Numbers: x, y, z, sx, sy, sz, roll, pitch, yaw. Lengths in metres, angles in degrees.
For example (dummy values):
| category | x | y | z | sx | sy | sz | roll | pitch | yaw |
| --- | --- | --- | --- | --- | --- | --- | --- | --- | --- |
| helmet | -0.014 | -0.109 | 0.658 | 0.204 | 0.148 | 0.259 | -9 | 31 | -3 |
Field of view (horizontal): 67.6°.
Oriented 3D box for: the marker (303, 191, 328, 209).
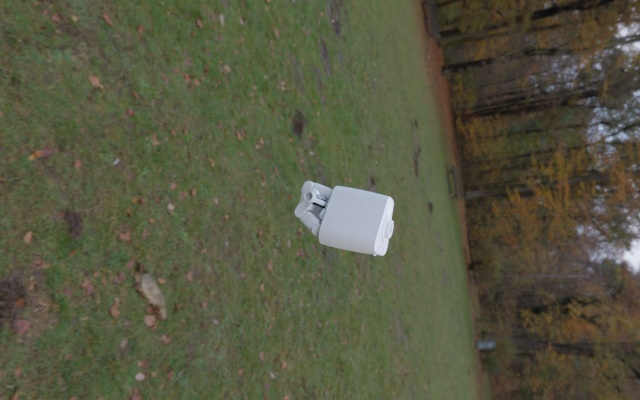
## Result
| category | x | y | z | sx | sy | sz | roll | pitch | yaw |
| --- | --- | --- | --- | --- | --- | --- | --- | --- | --- |
| marker | 0.000 | 0.003 | 0.853 | 0.020 | 0.020 | 0.121 | 0 | -10 | 20 |
